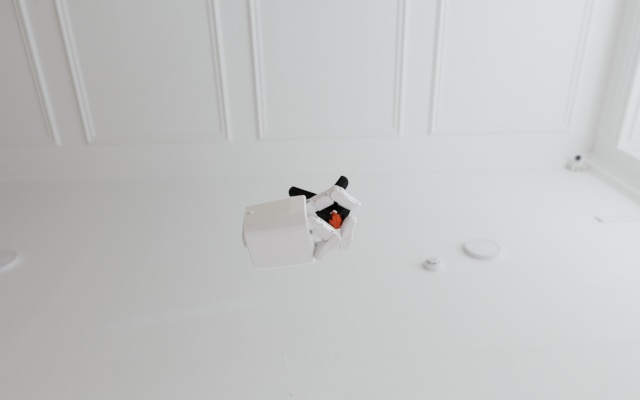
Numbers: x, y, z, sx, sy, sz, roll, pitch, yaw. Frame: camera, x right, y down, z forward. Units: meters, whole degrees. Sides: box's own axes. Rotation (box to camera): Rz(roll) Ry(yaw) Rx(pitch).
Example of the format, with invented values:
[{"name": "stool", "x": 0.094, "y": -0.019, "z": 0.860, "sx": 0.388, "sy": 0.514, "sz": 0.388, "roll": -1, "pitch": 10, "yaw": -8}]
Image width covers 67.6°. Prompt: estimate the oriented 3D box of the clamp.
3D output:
[{"name": "clamp", "x": 0.000, "y": 0.003, "z": 0.885, "sx": 0.120, "sy": 0.039, "sz": 0.171, "roll": -14, "pitch": 24, "yaw": 3}]
